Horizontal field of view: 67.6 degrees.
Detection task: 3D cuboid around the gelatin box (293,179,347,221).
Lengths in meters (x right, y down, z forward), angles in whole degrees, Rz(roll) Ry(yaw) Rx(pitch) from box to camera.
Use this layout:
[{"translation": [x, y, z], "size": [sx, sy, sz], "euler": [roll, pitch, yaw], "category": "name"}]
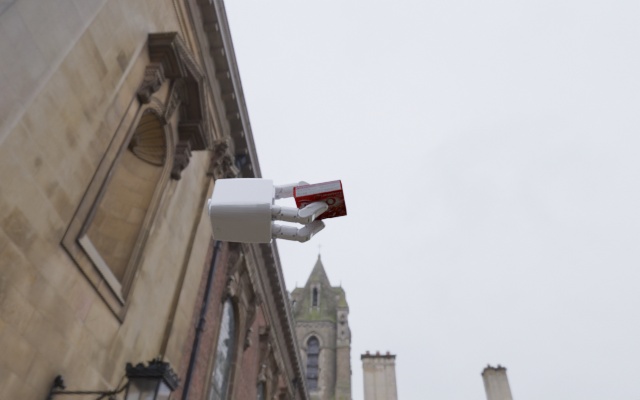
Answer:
[{"translation": [0.000, 0.002, 0.864], "size": [0.089, 0.030, 0.073], "euler": [-10, -43, 3], "category": "gelatin box"}]
